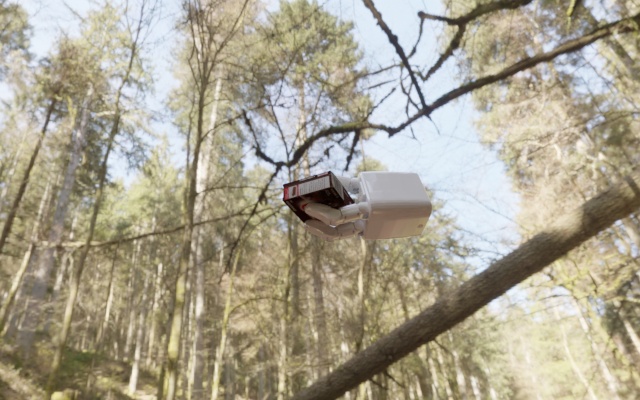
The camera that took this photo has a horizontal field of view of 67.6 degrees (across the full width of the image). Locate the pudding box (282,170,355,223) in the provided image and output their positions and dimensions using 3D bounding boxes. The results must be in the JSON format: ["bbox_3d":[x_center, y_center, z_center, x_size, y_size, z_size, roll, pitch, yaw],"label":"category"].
[{"bbox_3d":[0.000,0.002,0.802,0.090,0.039,0.114,-16,-37,18],"label":"pudding box"}]
